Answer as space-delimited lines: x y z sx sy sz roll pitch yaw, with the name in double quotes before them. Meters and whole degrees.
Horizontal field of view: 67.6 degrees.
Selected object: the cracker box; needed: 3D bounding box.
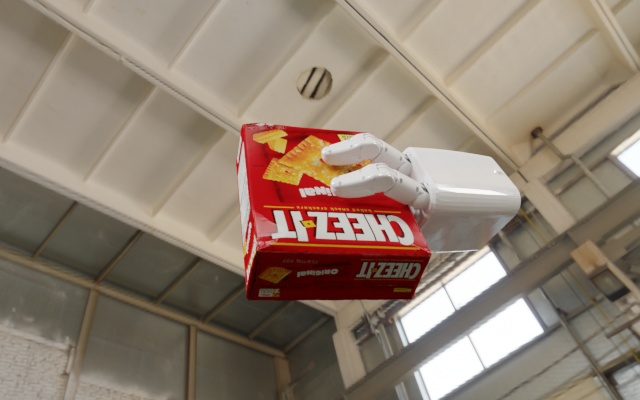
"cracker box" 0.000 0.002 0.504 0.164 0.072 0.213 3 38 -15
